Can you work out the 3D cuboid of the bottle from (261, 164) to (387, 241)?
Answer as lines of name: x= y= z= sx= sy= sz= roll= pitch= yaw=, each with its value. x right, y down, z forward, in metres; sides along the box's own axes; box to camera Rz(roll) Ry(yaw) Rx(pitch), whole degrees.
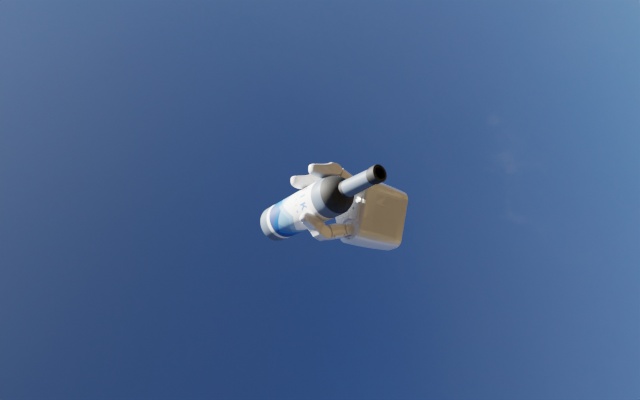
bottle: x=0.000 y=0.003 z=0.801 sx=0.069 sy=0.069 sz=0.296 roll=0 pitch=-17 yaw=-38
